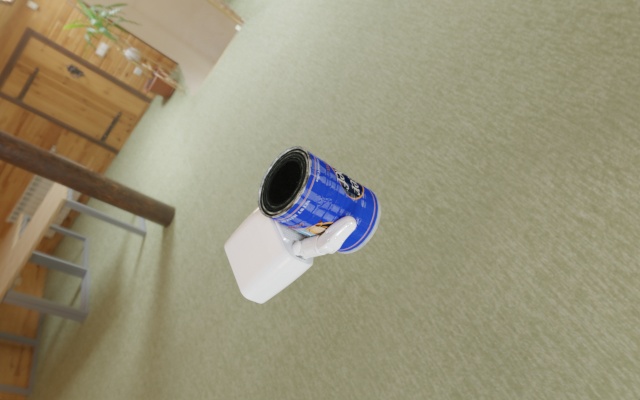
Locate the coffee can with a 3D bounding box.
[{"bbox_3d":[0.000,0.002,0.658,0.140,0.102,0.103,29,-18,-36],"label":"coffee can"}]
